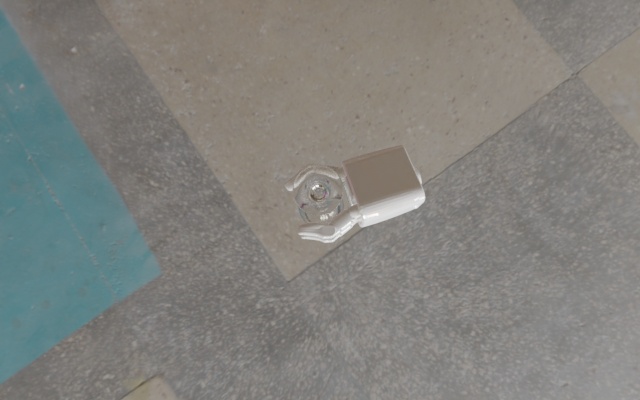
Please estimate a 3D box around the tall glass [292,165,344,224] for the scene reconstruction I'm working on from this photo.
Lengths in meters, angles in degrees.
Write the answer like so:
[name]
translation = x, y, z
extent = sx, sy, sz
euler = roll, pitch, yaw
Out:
[tall glass]
translation = 0.000, 0.002, 0.782
extent = 0.079, 0.079, 0.201
euler = 0, -10, 2
